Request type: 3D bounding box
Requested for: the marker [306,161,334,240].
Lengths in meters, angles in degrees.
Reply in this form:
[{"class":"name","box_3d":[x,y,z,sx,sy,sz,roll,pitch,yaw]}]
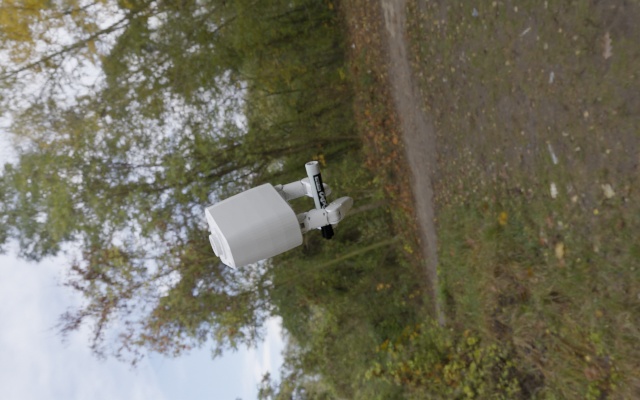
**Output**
[{"class":"marker","box_3d":[0.000,0.002,0.698,0.020,0.121,0.020,-11,21,4]}]
